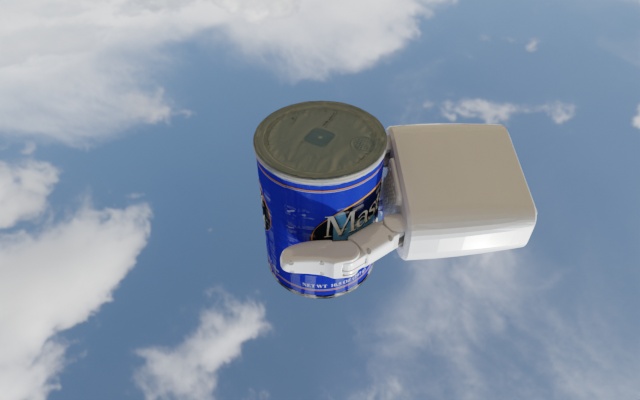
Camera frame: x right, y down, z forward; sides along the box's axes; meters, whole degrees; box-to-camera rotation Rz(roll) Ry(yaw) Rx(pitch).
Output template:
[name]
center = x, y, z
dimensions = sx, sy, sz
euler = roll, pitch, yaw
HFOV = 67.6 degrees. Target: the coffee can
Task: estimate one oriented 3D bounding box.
[coffee can]
center = 0.000, 0.001, 0.411
dimensions = 0.103, 0.140, 0.102
euler = 0, 43, 0
